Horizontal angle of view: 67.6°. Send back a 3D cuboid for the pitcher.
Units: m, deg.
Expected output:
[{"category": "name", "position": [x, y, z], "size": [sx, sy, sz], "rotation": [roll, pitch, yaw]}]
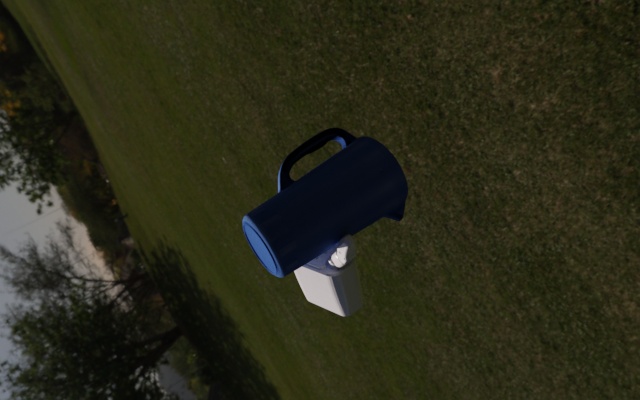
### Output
[{"category": "pitcher", "position": [0.000, 0.003, 0.740], "size": [0.243, 0.145, 0.149], "rotation": [-32, 40, -21]}]
